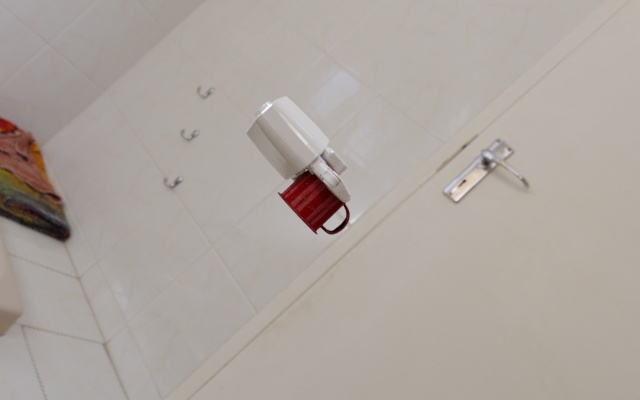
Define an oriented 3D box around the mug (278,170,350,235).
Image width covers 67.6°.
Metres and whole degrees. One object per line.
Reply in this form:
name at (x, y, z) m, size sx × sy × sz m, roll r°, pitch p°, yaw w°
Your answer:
mug at (0.001, 0.003, 0.768) m, size 0.081 × 0.117 × 0.093 m, roll -43°, pitch 9°, yaw -1°
